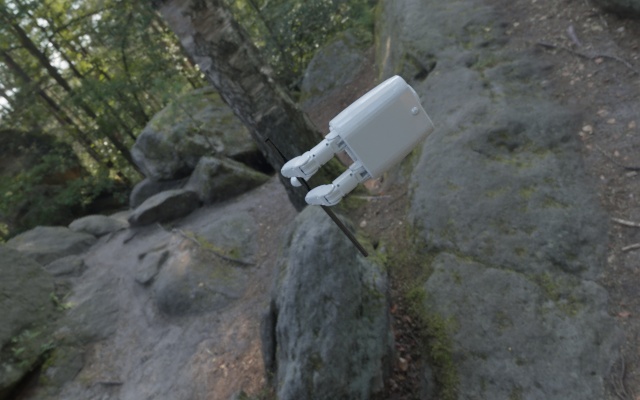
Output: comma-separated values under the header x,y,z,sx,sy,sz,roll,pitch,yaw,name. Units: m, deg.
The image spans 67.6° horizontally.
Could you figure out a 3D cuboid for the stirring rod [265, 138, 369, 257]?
x,y,z,sx,sy,sz,roll,pitch,yaw,name
0.000,0.002,0.686,0.240,0.011,0.011,49,-27,-25,stirring rod
